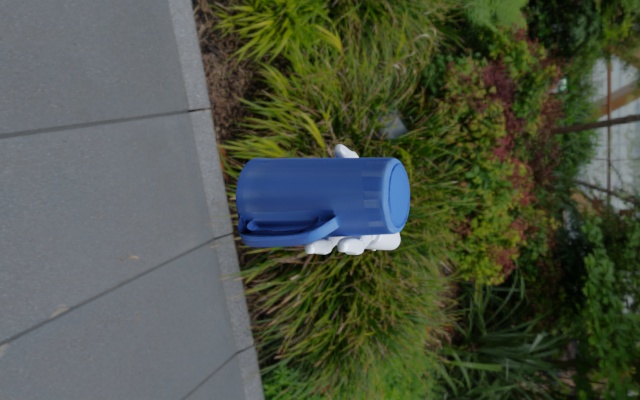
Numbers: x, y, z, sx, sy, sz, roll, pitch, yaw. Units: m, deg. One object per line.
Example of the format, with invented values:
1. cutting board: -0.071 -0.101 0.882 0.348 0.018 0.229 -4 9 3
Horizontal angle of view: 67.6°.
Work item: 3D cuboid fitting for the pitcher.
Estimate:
1. pitcher: 0.000 0.002 0.713 0.243 0.149 0.145 -1 -11 28
